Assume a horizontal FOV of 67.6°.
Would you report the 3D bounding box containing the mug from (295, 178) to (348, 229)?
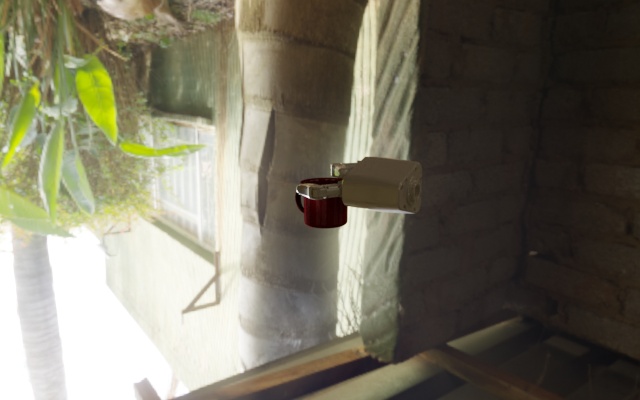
[{"bbox_3d":[-0.001,0.003,0.891,0.117,0.081,0.093,7,13,34],"label":"mug"}]
